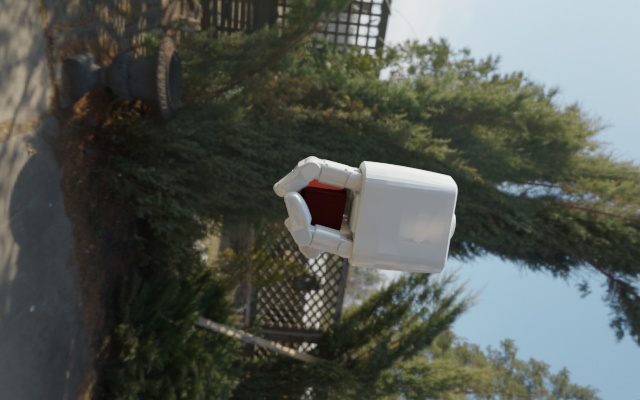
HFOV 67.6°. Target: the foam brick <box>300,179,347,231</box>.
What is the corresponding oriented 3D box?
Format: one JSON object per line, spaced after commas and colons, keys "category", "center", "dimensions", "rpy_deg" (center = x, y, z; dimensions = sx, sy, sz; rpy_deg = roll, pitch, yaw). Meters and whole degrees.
{"category": "foam brick", "center": [0.000, 0.002, 0.569], "dimensions": [0.051, 0.053, 0.078], "rpy_deg": [9, 22, -4]}
